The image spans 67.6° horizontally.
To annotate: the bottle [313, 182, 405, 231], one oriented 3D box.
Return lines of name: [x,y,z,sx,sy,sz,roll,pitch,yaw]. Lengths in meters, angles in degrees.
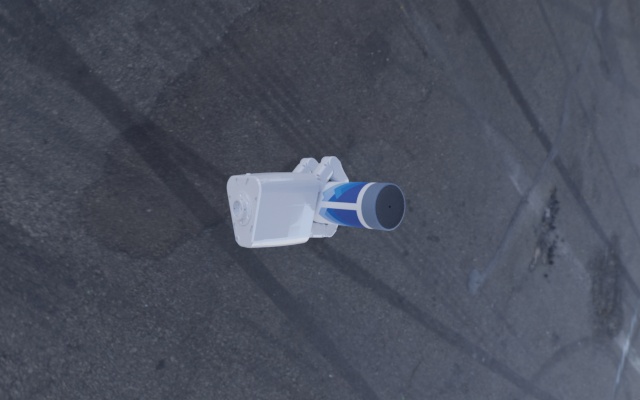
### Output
bottle: [0.000,0.003,0.773,0.069,0.069,0.295,0,2,-41]
